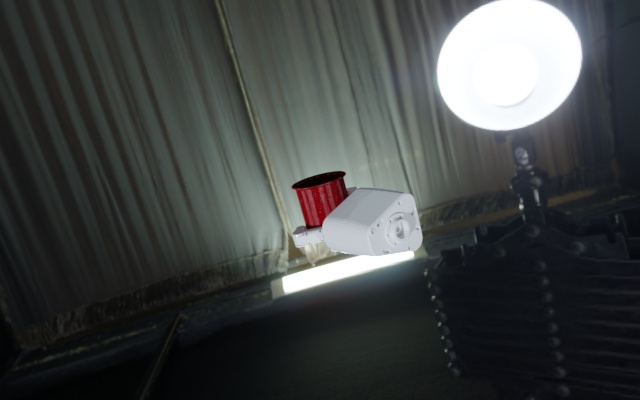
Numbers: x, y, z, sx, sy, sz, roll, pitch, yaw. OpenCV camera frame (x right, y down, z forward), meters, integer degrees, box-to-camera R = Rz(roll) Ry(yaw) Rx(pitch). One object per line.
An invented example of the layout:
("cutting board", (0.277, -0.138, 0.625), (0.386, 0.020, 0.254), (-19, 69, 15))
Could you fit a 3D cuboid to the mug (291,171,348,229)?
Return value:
("mug", (-0.001, 0.003, 0.804), (0.093, 0.081, 0.117), (-23, 16, -30))
